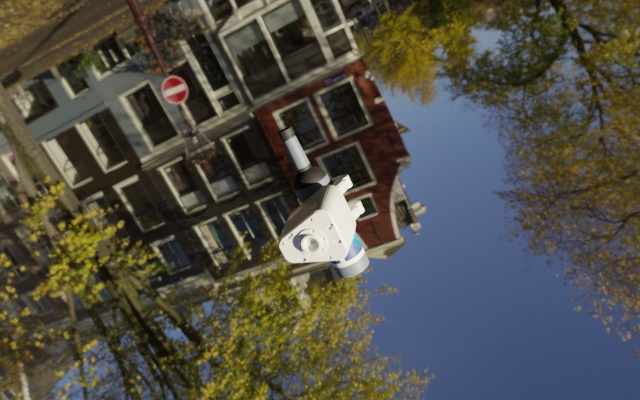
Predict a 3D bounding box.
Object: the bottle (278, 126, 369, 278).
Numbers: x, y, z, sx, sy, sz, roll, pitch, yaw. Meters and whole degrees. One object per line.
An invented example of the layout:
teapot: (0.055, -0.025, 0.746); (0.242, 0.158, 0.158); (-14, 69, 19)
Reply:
bottle: (0.000, 0.003, 0.872); (0.069, 0.296, 0.069); (-24, 16, 8)
